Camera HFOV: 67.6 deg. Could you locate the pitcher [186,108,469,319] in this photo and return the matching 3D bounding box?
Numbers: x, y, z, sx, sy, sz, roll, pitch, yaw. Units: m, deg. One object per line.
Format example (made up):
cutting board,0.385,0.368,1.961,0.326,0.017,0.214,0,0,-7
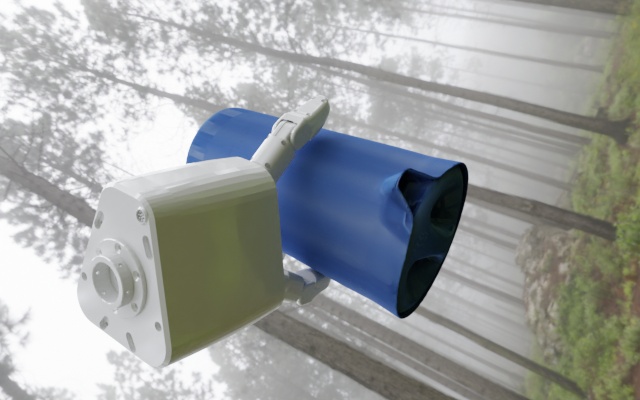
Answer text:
pitcher,0.000,0.001,0.442,0.243,0.149,0.145,22,24,28
